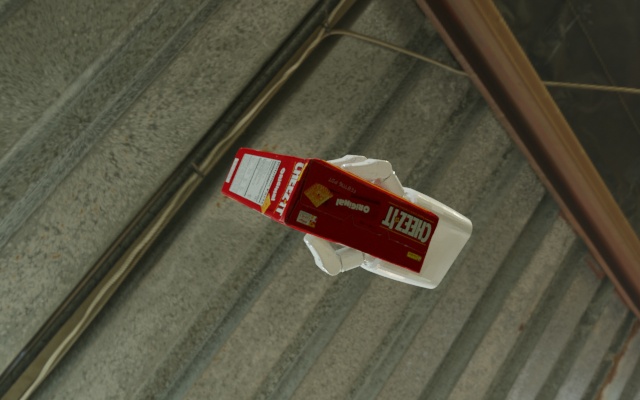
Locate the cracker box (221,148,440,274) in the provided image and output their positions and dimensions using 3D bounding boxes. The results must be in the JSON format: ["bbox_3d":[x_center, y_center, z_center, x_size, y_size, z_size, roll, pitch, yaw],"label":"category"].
[{"bbox_3d":[0.000,0.002,0.539,0.164,0.072,0.213,22,-2,-28],"label":"cracker box"}]
